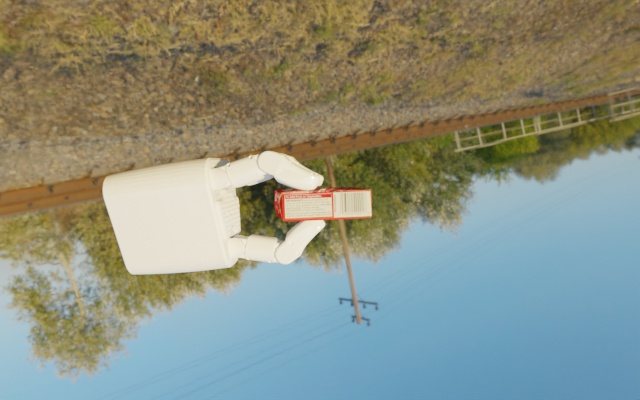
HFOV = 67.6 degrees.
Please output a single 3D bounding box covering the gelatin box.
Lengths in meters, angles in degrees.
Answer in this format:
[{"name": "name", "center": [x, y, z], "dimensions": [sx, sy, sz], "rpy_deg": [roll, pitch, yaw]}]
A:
[{"name": "gelatin box", "center": [0.000, 0.002, 0.480], "dimensions": [0.089, 0.030, 0.073], "rpy_deg": [-2, 4, -9]}]
